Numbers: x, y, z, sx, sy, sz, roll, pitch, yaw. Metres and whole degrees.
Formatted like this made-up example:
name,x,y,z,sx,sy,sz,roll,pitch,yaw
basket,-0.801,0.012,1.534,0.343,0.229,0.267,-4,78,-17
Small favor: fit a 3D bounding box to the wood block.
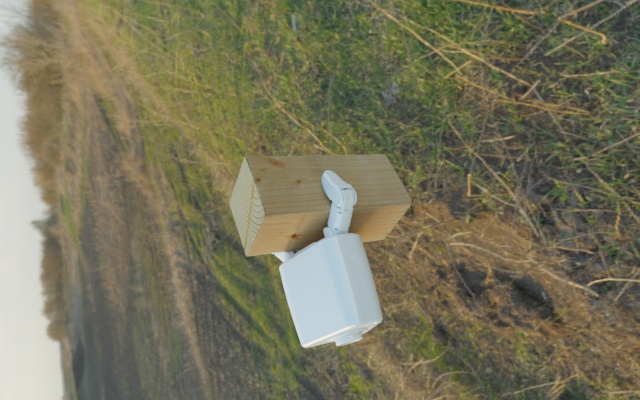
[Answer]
name,x,y,z,sx,sy,sz,roll,pitch,yaw
wood block,0.000,0.002,0.622,0.206,0.090,0.091,-4,-37,-29
